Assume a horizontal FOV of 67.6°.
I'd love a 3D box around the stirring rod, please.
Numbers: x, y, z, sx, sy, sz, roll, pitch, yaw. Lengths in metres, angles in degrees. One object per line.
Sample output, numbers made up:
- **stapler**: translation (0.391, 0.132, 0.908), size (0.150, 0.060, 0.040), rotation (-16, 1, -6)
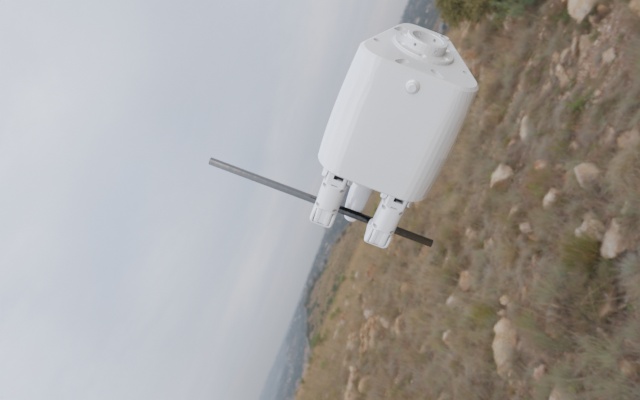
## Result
- **stirring rod**: translation (0.000, 0.002, 0.486), size (0.239, 0.011, 0.011), rotation (20, 0, 1)
